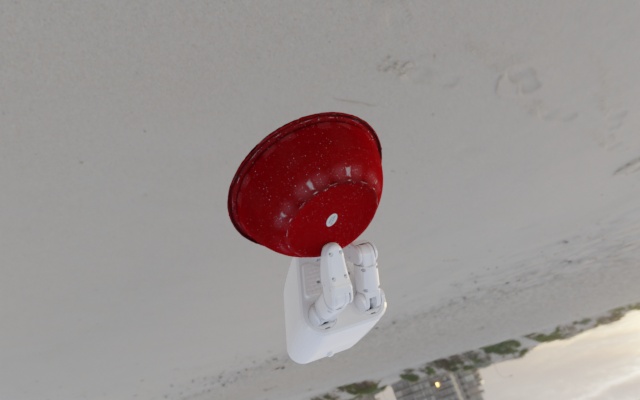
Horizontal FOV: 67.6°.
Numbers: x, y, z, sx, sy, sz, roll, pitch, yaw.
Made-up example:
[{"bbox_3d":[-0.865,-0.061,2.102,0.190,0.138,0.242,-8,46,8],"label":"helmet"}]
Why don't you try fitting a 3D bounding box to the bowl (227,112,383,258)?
[{"bbox_3d":[0.000,0.001,0.439,0.162,0.162,0.055,0,39,-35],"label":"bowl"}]
